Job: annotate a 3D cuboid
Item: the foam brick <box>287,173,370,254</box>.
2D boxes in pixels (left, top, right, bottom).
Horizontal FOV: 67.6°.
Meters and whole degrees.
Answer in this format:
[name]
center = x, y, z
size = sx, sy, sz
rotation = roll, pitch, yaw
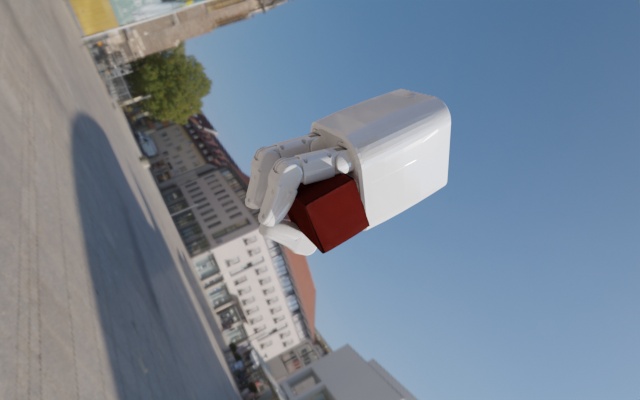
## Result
[foam brick]
center = 0.000, 0.002, 0.438
size = 0.051, 0.053, 0.078
rotation = -28, 29, -14
